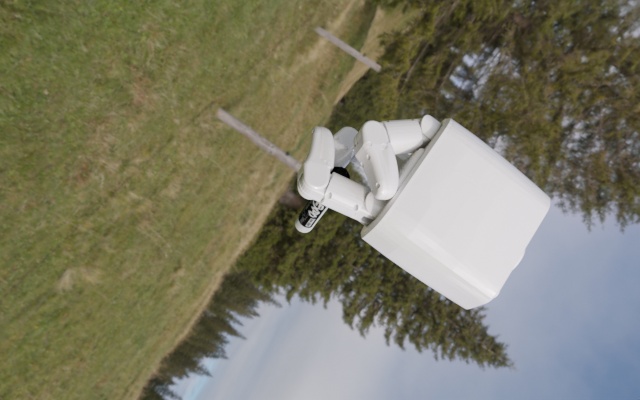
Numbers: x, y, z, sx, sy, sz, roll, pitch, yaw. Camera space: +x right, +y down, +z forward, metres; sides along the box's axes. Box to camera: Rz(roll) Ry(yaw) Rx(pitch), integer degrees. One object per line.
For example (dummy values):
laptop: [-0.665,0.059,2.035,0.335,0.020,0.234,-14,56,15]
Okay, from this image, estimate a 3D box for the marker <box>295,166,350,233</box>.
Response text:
marker: [0.000,0.001,0.429,0.020,0.020,0.121,0,-22,-18]
